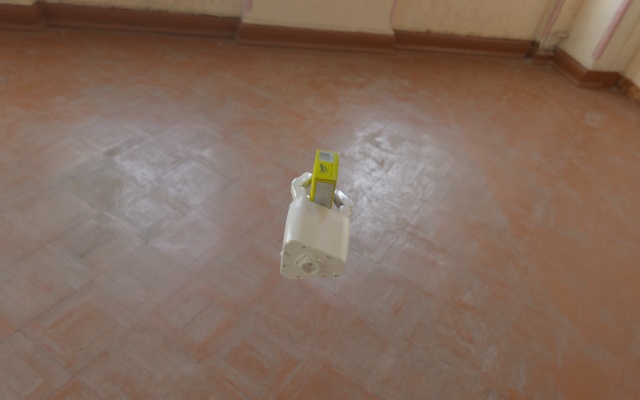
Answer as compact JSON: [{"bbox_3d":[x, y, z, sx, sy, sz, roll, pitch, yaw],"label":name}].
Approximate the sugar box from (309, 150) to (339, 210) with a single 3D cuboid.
[{"bbox_3d":[0.000,0.003,0.899,0.048,0.176,0.093,10,39,-3],"label":"sugar box"}]
